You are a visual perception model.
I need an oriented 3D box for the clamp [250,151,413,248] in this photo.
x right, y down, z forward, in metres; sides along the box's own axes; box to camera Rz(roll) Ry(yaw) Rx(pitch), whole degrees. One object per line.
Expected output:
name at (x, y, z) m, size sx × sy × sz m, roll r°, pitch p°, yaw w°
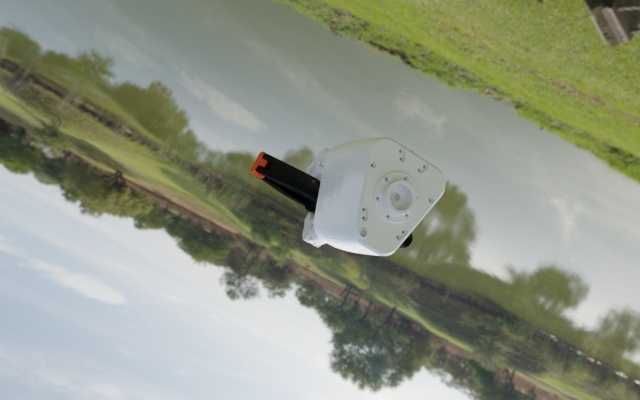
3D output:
clamp at (-0.001, 0.003, 0.628) m, size 0.210 × 0.036 × 0.164 m, roll 30°, pitch -11°, yaw -18°
